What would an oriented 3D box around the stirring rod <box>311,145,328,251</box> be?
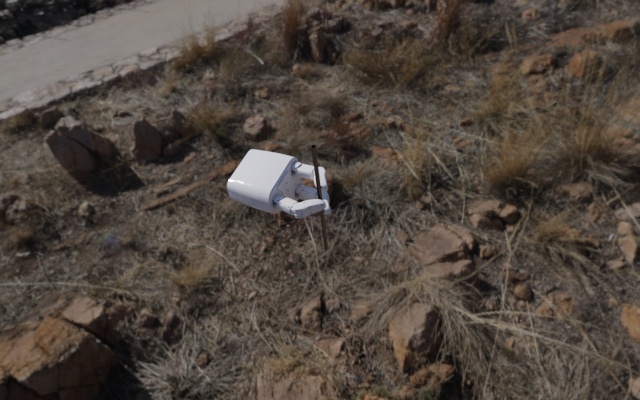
[{"bbox_3d":[0.000,0.003,0.874,0.011,0.240,0.011,-4,38,3],"label":"stirring rod"}]
